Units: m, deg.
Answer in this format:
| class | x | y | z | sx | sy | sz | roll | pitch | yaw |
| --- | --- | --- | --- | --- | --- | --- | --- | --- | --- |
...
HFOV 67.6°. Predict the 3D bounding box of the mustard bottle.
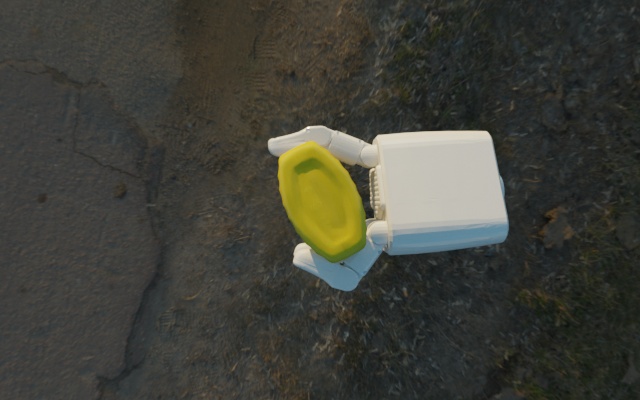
| class | x | y | z | sx | sy | sz | roll | pitch | yaw |
| --- | --- | --- | --- | --- | --- | --- | --- | --- | --- |
| mustard bottle | 0.000 | 0.002 | 0.458 | 0.058 | 0.096 | 0.191 | -29 | 0 | -1 |
